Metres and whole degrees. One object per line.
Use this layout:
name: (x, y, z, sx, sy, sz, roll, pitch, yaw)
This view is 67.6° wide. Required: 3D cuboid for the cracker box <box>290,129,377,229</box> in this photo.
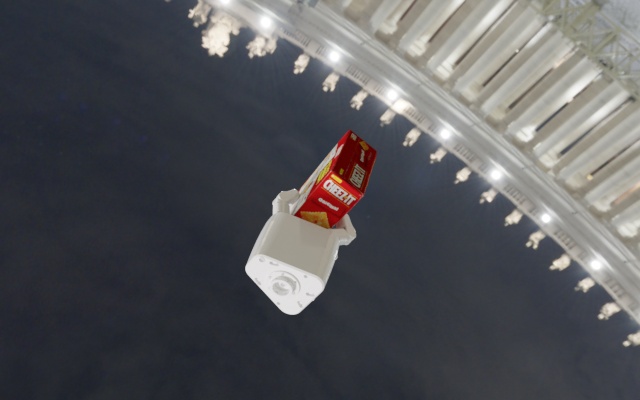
cracker box: (0.000, 0.003, 0.820, 0.072, 0.214, 0.164, 36, 33, -9)
